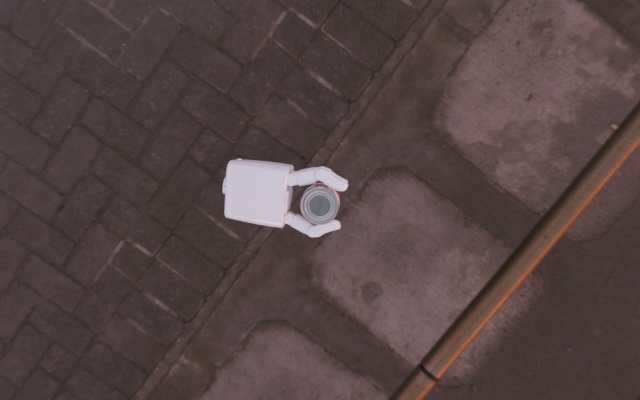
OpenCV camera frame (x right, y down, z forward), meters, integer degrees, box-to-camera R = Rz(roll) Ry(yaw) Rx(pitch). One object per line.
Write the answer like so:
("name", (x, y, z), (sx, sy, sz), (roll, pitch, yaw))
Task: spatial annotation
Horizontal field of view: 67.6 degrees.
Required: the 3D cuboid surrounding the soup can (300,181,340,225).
("soup can", (0.001, 0.003, 0.847), (0.068, 0.068, 0.102), (0, 7, 3))
